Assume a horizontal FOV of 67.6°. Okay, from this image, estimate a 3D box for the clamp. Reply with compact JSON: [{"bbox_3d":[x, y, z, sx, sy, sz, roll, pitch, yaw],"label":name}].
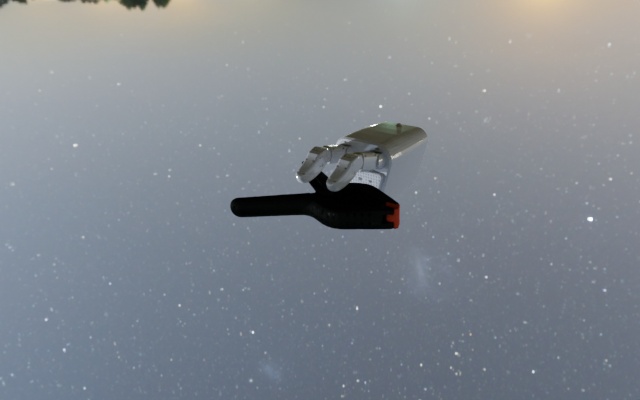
[{"bbox_3d":[0.001,0.003,0.612,0.210,0.036,0.164,19,35,39],"label":"clamp"}]
